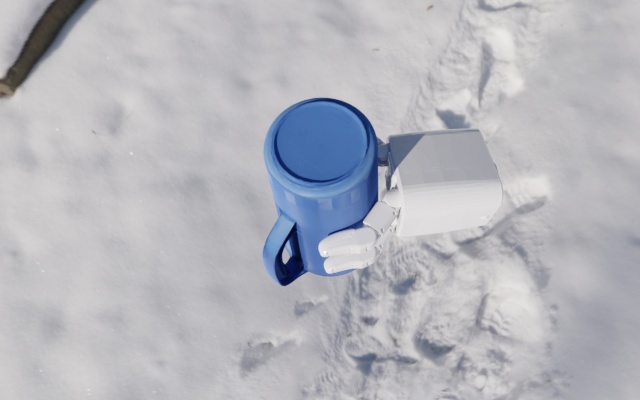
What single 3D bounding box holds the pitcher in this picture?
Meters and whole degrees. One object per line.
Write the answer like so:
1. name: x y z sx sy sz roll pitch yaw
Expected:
1. pitcher: 0.000 0.002 0.544 0.145 0.149 0.243 -5 -23 2
